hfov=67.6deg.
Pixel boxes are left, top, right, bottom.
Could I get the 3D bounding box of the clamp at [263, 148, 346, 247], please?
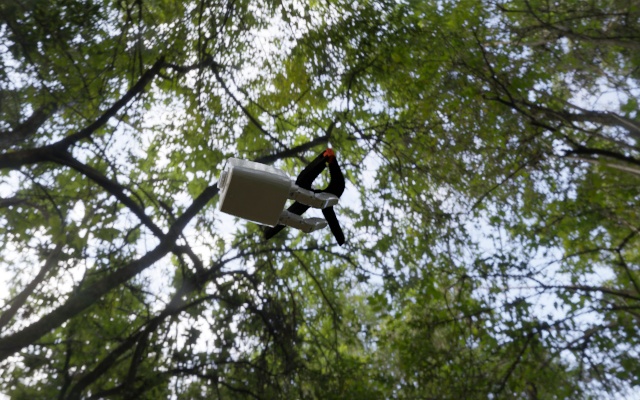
[{"bbox_3d":[0.000,0.002,0.898,0.164,0.210,0.036,13,29,-21],"label":"clamp"}]
